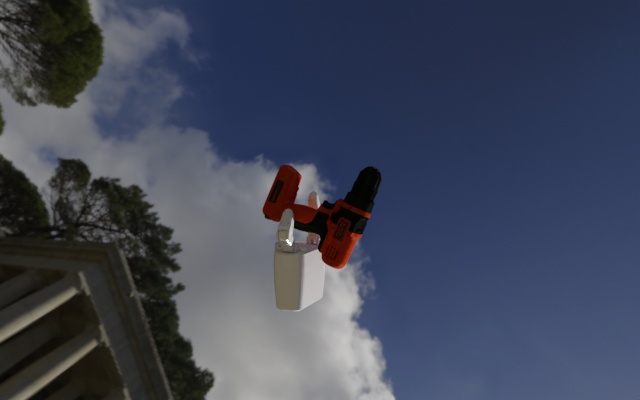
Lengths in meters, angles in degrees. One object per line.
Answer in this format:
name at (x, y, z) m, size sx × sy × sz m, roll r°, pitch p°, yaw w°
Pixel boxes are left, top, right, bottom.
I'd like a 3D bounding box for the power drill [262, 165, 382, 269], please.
power drill at (0.000, 0.003, 0.839) m, size 0.187 × 0.184 × 0.057 m, roll 25°, pitch 2°, yaw 29°
